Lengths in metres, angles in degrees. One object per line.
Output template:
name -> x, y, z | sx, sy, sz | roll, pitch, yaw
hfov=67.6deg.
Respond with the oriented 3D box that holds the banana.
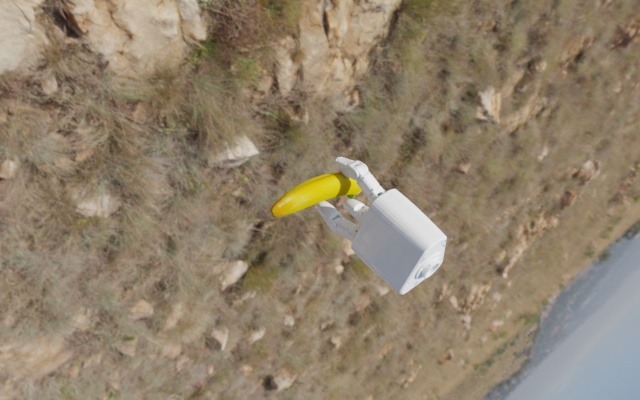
banana -> 0.010, -0.012, 0.731 | 0.198, 0.070, 0.037 | -10, 47, -48
